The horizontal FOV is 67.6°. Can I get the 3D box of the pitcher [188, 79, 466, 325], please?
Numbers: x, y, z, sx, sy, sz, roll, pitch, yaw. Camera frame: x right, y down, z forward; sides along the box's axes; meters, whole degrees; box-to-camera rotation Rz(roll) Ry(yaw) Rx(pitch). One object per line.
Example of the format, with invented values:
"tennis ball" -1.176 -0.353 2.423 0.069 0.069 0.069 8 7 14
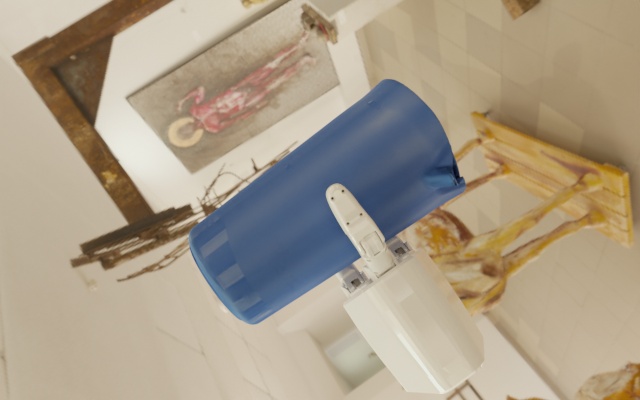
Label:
"pitcher" 0.000 0.002 0.462 0.243 0.145 0.149 -35 -12 -5
